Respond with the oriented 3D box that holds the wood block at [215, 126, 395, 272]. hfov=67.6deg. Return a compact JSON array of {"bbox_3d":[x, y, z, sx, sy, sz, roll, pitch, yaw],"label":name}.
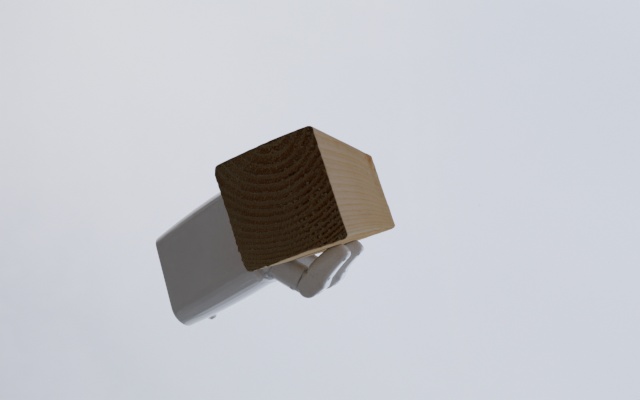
[{"bbox_3d":[0.000,0.001,0.456,0.090,0.091,0.206,-21,-7,17],"label":"wood block"}]
